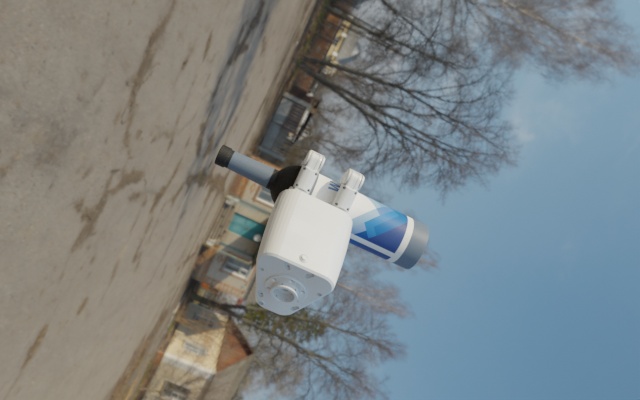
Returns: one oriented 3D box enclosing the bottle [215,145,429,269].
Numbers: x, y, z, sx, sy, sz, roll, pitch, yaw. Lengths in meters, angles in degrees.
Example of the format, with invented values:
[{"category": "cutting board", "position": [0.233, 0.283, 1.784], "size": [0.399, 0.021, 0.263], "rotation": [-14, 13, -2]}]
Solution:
[{"category": "bottle", "position": [0.000, 0.002, 0.638], "size": [0.296, 0.069, 0.069], "rotation": [25, -4, -8]}]
